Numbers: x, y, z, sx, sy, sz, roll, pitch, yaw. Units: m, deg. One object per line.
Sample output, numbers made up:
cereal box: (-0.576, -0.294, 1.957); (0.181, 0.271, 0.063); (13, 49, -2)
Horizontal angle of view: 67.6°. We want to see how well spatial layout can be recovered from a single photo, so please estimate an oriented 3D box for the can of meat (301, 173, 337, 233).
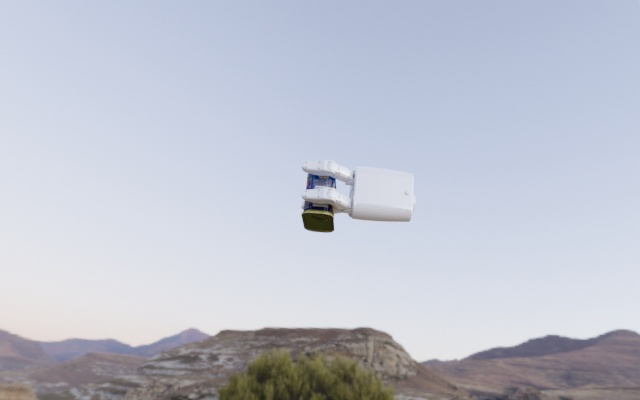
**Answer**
can of meat: (0.000, 0.003, 0.876); (0.057, 0.084, 0.102); (4, -22, 5)
